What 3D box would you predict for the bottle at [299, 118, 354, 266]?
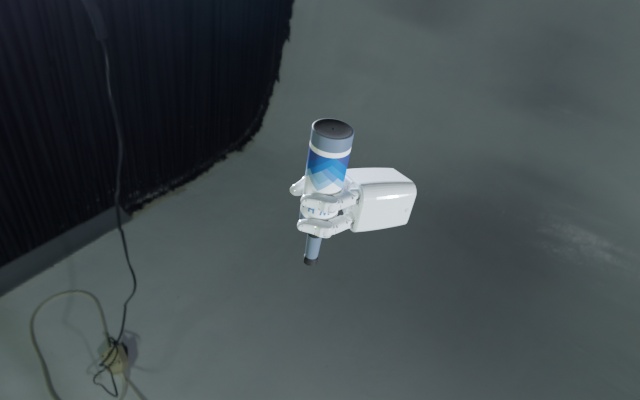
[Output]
[{"bbox_3d":[0.000,0.003,0.832,0.069,0.296,0.069,6,38,-5],"label":"bottle"}]
